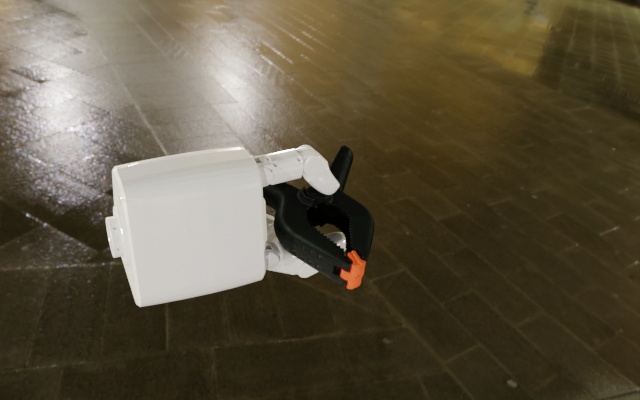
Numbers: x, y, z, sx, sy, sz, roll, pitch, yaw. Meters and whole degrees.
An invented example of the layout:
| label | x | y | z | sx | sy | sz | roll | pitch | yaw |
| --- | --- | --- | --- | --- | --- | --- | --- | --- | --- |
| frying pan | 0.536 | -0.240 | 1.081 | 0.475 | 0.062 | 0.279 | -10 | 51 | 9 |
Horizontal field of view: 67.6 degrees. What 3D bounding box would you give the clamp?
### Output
| label | x | y | z | sx | sy | sz | roll | pitch | yaw |
| --- | --- | --- | --- | --- | --- | --- | --- | --- | --- |
| clamp | 0.000 | 0.001 | 0.473 | 0.164 | 0.036 | 0.210 | -12 | 40 | -27 |
